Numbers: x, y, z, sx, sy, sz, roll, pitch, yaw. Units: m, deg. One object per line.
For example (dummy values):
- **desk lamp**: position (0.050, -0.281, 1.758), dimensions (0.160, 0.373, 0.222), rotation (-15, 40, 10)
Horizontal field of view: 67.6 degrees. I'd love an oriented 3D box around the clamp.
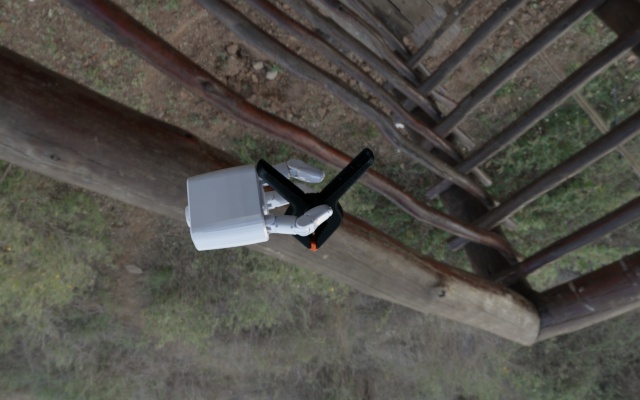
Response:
- **clamp**: position (0.000, 0.003, 0.722), dimensions (0.164, 0.036, 0.210), rotation (-11, -40, -3)
